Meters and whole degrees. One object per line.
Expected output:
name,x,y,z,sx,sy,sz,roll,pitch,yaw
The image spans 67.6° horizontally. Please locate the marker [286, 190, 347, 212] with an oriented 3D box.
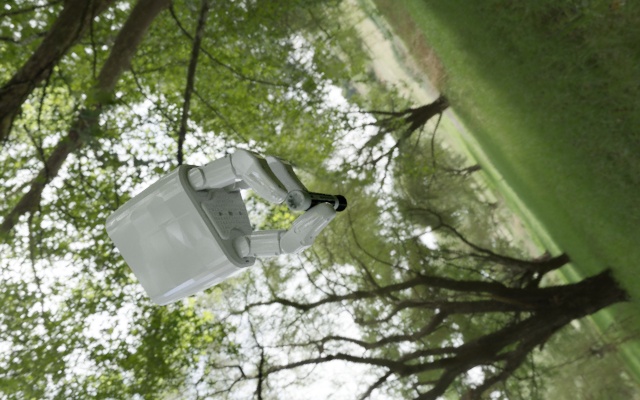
marker,0.000,0.002,0.469,0.020,0.020,0.121,0,-1,22
